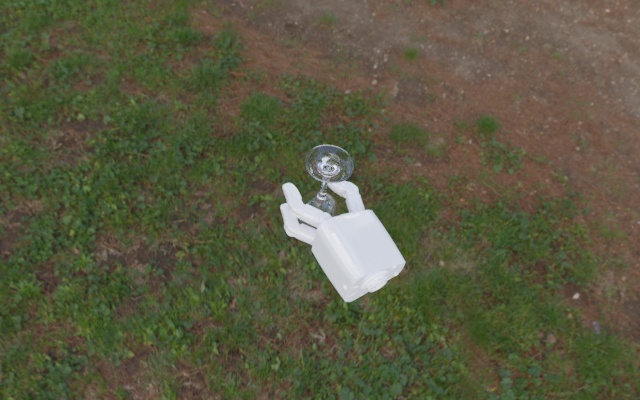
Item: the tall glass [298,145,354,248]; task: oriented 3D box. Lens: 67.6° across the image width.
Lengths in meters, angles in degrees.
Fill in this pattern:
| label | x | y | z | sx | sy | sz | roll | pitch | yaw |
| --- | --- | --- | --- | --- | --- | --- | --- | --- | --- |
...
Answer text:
| label | x | y | z | sx | sy | sz | roll | pitch | yaw |
| --- | --- | --- | --- | --- | --- | --- | --- | --- | --- |
| tall glass | 0.000 | 0.002 | 0.794 | 0.079 | 0.079 | 0.201 | 0 | -35 | -10 |
